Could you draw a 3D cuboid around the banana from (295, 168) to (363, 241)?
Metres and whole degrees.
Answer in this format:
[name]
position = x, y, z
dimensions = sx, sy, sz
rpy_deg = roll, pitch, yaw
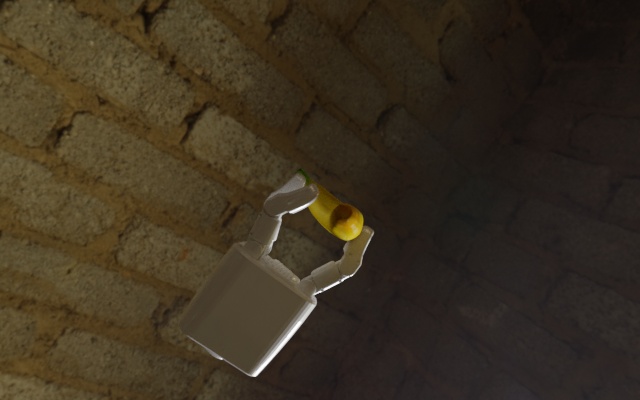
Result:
[banana]
position = 0.012, 0.013, 0.542
dimensions = 0.070, 0.037, 0.197
rpy_deg = 43, -2, -22
